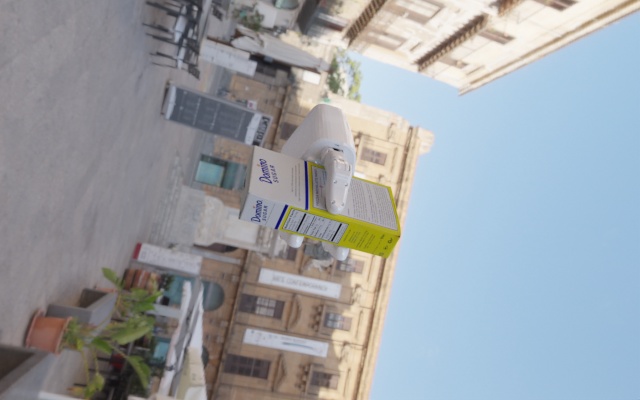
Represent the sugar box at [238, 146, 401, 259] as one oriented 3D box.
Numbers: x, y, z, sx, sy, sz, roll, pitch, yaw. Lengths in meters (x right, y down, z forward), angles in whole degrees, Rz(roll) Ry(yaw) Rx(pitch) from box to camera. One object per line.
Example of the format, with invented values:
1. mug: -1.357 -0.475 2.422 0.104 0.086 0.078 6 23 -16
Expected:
1. sugar box: 0.000 0.002 0.542 0.176 0.048 0.093 14 36 -13
